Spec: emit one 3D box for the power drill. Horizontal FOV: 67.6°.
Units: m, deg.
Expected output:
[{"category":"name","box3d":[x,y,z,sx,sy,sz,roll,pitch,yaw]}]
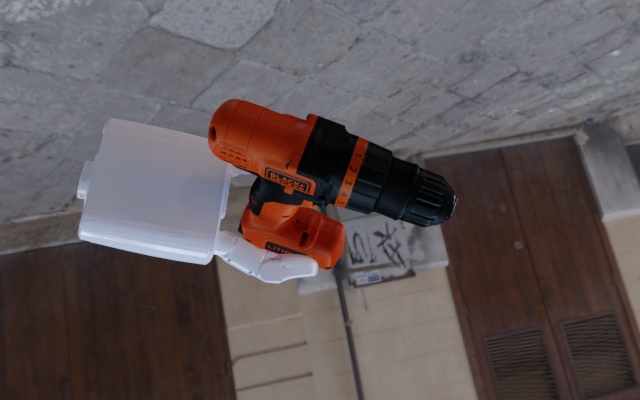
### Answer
[{"category":"power drill","box3d":[0.000,0.001,0.407,0.184,0.057,0.188,22,-27,1]}]
